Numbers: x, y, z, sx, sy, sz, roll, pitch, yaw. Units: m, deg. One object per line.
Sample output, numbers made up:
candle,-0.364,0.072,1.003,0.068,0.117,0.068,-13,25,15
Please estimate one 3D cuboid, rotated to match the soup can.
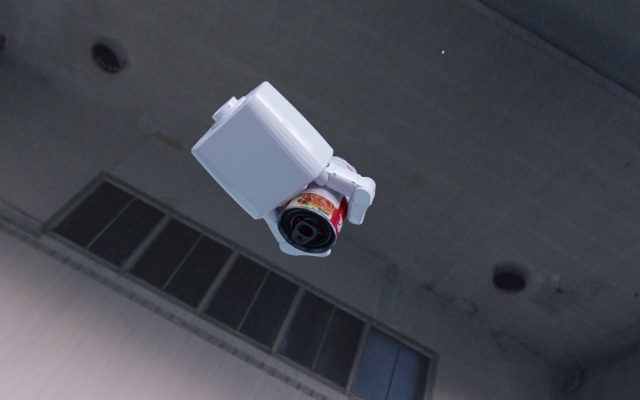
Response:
soup can,0.001,0.002,0.551,0.068,0.068,0.102,0,39,24
